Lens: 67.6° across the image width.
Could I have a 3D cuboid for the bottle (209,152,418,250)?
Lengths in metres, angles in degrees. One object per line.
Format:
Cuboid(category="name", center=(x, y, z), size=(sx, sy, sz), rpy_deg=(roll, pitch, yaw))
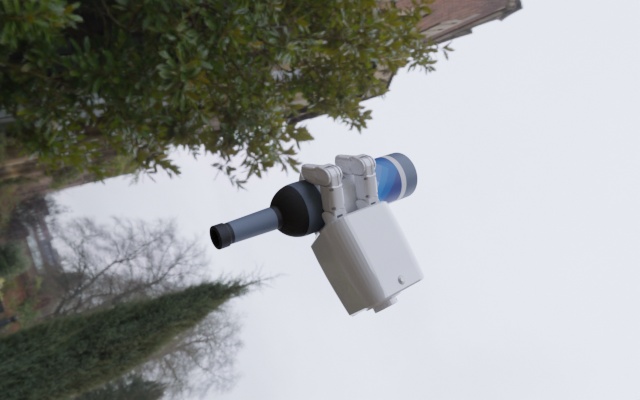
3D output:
Cuboid(category="bottle", center=(0.000, 0.002, 0.599), size=(0.295, 0.069, 0.069), rpy_deg=(-19, 11, -35))
